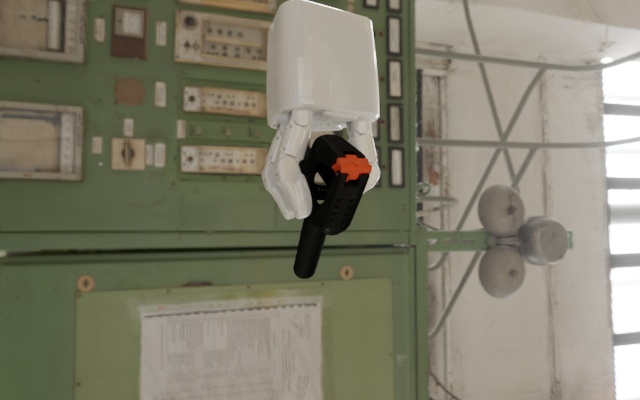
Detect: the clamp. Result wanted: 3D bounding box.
[{"bbox_3d":[0.001,0.001,0.479,0.036,0.164,0.210,-2,-4,-17],"label":"clamp"}]
